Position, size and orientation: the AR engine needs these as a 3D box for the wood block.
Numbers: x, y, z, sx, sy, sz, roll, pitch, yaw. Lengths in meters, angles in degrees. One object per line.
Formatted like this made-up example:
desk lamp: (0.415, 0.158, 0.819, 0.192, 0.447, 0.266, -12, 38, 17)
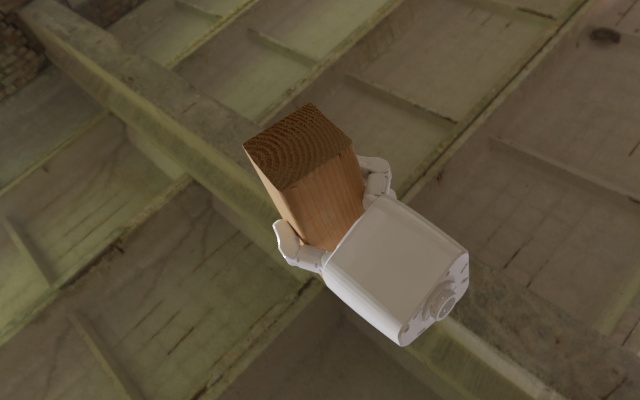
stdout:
wood block: (0.000, 0.002, 0.563, 0.091, 0.090, 0.206, -34, -39, -9)
